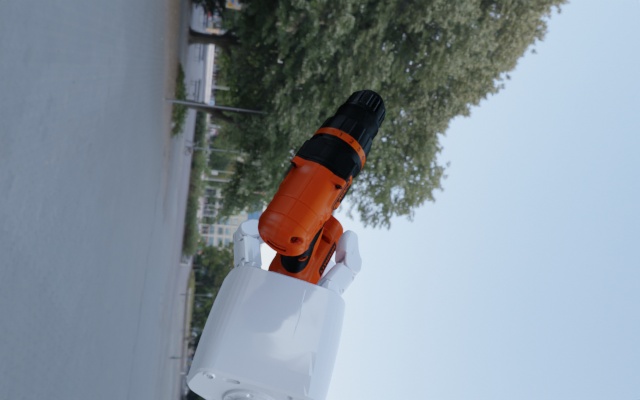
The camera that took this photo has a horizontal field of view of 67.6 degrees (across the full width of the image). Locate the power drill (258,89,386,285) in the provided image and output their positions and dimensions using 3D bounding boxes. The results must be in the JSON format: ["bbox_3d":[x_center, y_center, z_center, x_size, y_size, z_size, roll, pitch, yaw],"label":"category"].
[{"bbox_3d":[0.000,0.002,0.474,0.057,0.184,0.188,28,-30,12],"label":"power drill"}]
